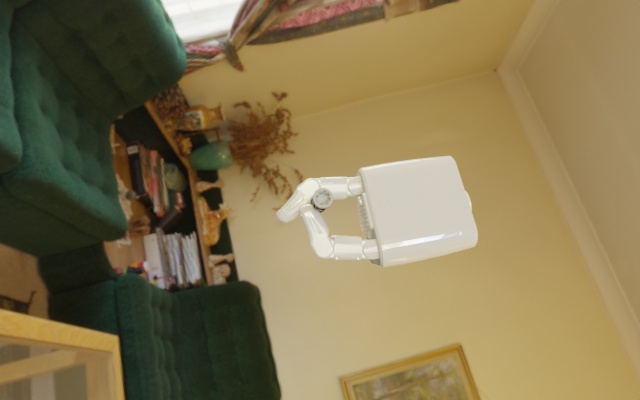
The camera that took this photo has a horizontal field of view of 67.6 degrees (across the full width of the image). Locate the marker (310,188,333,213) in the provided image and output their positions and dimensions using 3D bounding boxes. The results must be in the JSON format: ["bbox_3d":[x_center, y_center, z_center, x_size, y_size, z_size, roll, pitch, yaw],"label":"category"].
[{"bbox_3d":[0.000,0.002,0.496,0.020,0.020,0.121,0,-4,-2],"label":"marker"}]
